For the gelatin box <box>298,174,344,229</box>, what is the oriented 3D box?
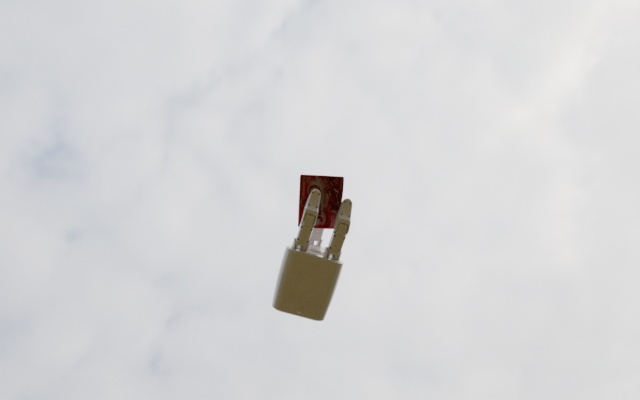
[{"bbox_3d":[0.000,0.002,0.798,0.073,0.089,0.030,3,1,-4],"label":"gelatin box"}]
